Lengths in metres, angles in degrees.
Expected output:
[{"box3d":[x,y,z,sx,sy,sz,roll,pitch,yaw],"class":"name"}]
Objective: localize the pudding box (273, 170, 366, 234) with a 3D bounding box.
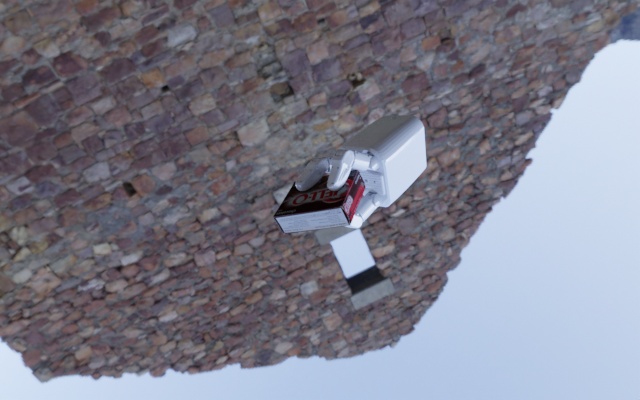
[{"box3d":[0.000,0.002,0.686,0.113,0.039,0.090,-12,30,29],"class":"pudding box"}]
